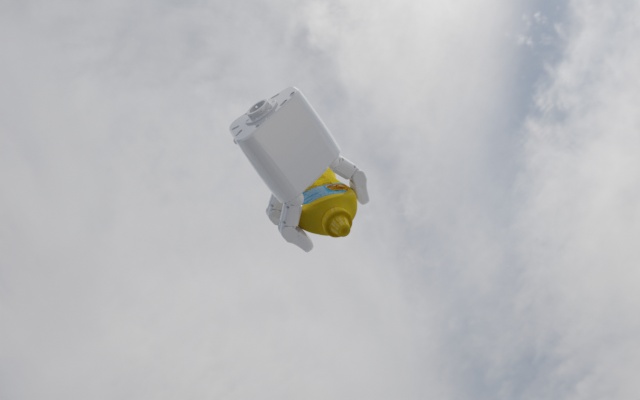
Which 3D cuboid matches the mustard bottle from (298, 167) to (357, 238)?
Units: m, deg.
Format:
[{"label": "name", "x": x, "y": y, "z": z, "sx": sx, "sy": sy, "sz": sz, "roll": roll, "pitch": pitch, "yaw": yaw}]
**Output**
[{"label": "mustard bottle", "x": 0.000, "y": 0.002, "z": 0.697, "sx": 0.096, "sy": 0.058, "sz": 0.191, "roll": -16, "pitch": 27, "yaw": -13}]
